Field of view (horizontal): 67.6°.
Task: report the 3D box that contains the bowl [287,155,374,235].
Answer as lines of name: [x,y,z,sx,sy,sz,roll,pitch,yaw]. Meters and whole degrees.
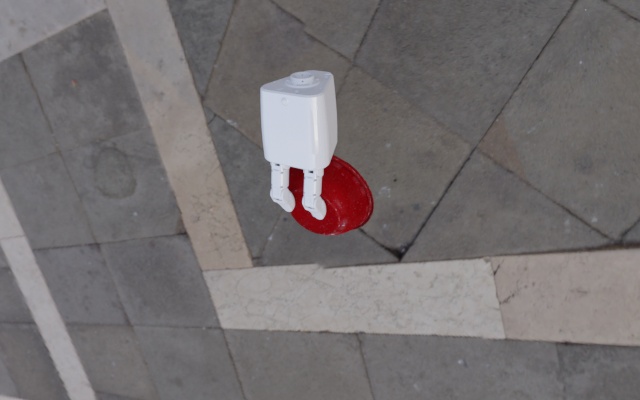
bowl: [0.000,0.004,0.759,0.162,0.162,0.055,0,38,35]
